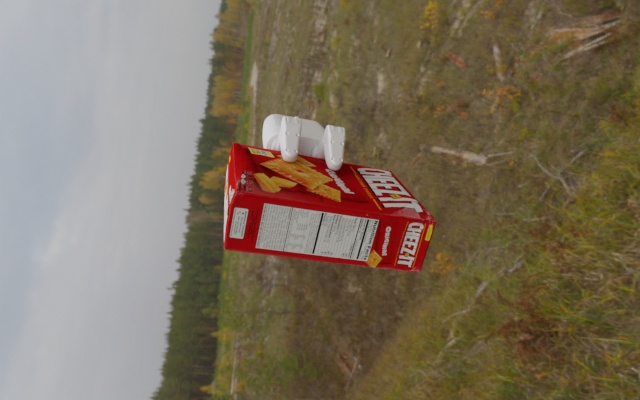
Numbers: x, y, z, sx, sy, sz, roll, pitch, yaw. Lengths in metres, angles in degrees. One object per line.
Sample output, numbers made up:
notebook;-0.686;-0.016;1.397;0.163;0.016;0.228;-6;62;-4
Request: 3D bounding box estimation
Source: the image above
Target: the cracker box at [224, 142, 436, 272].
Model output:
cracker box;0.000;0.002;0.548;0.214;0.072;0.164;8;22;-14
